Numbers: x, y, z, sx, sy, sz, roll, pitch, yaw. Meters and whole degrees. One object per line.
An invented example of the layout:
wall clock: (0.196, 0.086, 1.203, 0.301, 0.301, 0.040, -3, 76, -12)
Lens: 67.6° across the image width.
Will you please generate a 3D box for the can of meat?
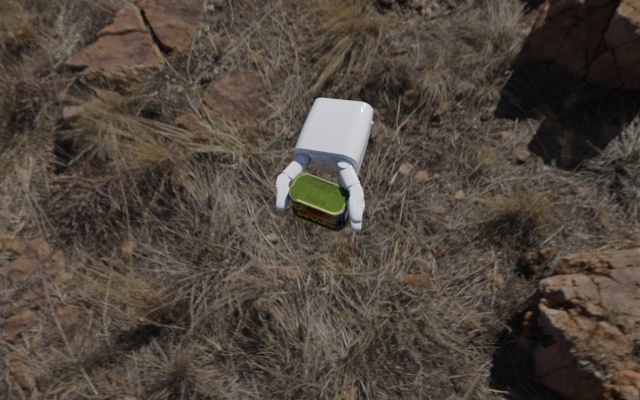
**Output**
can of meat: (0.000, 0.003, 0.790, 0.102, 0.057, 0.084, 21, -17, 10)
